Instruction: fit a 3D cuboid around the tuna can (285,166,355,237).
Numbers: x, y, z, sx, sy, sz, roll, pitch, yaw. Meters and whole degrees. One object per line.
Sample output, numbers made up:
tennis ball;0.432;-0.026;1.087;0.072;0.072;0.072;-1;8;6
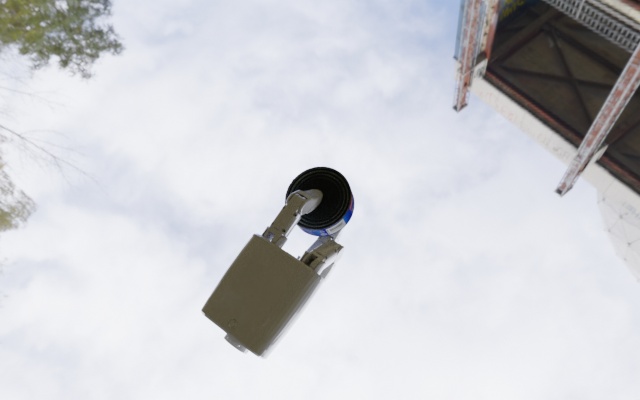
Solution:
tuna can;0.000;0.002;0.610;0.086;0.086;0.034;0;-22;14
